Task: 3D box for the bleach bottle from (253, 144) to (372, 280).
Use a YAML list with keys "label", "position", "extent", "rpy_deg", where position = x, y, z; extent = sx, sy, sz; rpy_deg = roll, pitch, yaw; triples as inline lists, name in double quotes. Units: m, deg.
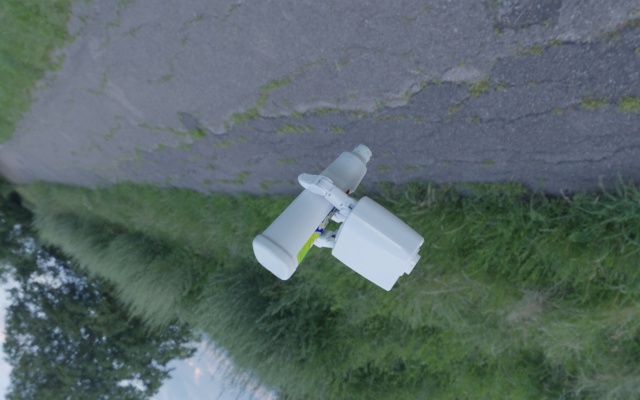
- label: "bleach bottle"
  position: [0.000, 0.002, 0.744]
  extent: [0.068, 0.250, 0.103]
  rpy_deg: [35, -22, 11]
